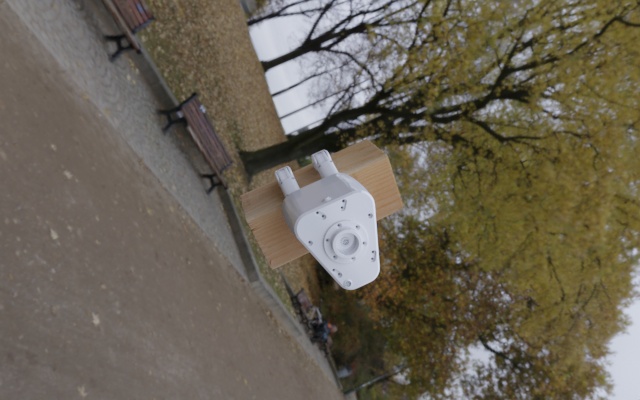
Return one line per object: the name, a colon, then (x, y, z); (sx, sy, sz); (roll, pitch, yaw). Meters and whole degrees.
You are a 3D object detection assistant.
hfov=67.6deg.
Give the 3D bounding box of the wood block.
wood block: (0.000, 0.003, 0.685); (0.206, 0.091, 0.090); (-24, 26, -4)
